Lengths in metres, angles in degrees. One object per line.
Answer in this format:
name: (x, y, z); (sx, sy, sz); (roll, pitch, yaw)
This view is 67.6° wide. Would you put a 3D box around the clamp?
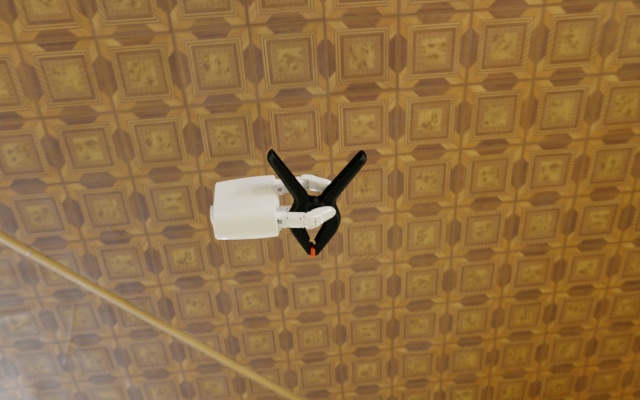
clamp: (0.000, 0.004, 0.826); (0.164, 0.210, 0.036); (-5, 28, -3)
